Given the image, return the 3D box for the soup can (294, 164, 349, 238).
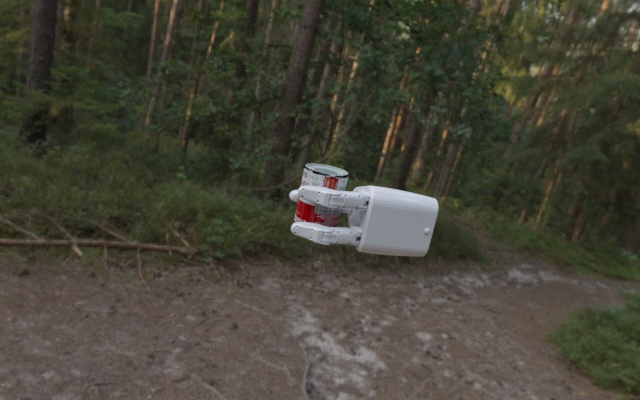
[{"bbox_3d":[0.000,0.002,0.712,0.068,0.102,0.068,11,15,-3],"label":"soup can"}]
